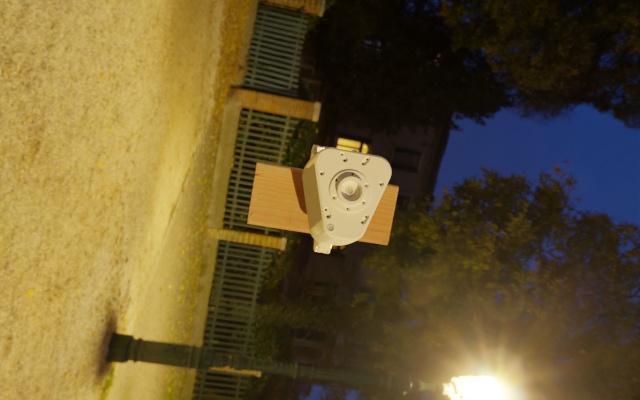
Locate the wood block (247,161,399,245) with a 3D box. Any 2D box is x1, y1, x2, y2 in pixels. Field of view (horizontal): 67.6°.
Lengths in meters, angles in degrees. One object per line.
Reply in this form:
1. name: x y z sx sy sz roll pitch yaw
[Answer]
1. wood block: 0.000 0.003 0.720 0.206 0.091 0.090 10 4 -7
